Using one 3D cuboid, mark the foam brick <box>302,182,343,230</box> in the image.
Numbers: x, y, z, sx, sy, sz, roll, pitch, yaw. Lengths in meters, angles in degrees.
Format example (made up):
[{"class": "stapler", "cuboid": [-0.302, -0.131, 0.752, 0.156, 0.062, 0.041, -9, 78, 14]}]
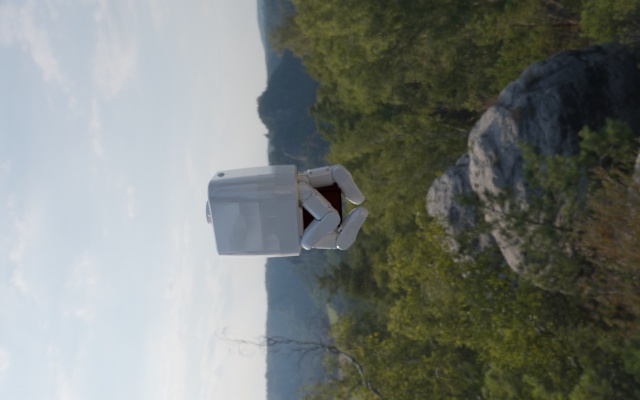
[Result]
[{"class": "foam brick", "cuboid": [0.000, 0.002, 0.649, 0.051, 0.053, 0.078, -4, 14, -2]}]
